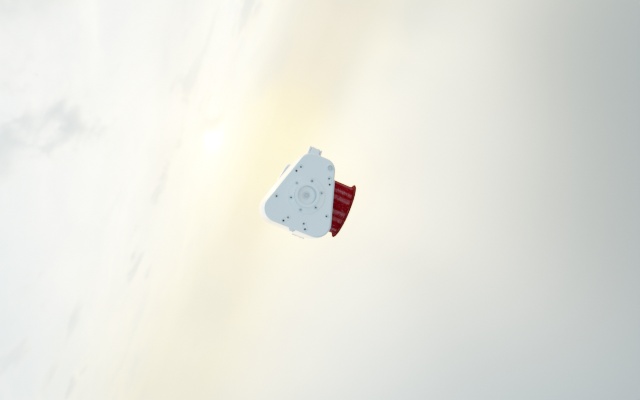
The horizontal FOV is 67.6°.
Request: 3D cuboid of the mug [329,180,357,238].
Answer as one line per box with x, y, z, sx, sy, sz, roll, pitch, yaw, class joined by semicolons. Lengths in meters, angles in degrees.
0.000;0.003;0.787;0.081;0.093;0.117;23;-7;-7;mug
